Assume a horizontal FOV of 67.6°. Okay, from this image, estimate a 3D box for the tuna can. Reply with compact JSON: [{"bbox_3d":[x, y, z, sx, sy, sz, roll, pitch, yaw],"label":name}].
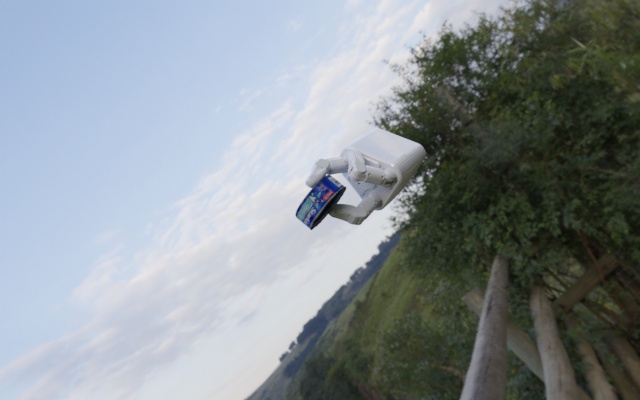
[{"bbox_3d":[0.000,0.002,0.733,0.034,0.086,0.086,39,7,9],"label":"tuna can"}]
